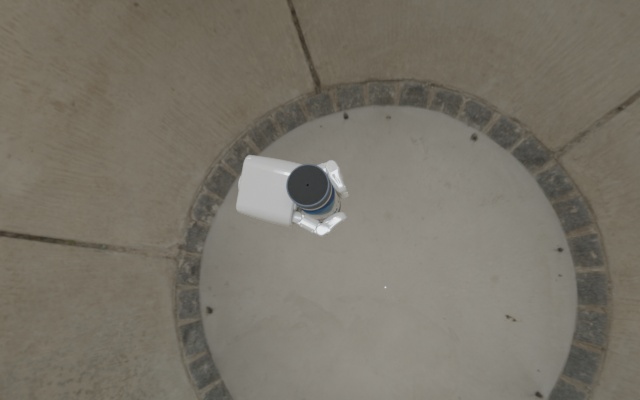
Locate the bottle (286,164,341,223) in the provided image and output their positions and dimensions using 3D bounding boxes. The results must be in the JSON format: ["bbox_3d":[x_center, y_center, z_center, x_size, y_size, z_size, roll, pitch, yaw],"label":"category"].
[{"bbox_3d":[0.000,0.003,0.860,0.069,0.069,0.296,0,-10,8],"label":"bottle"}]
